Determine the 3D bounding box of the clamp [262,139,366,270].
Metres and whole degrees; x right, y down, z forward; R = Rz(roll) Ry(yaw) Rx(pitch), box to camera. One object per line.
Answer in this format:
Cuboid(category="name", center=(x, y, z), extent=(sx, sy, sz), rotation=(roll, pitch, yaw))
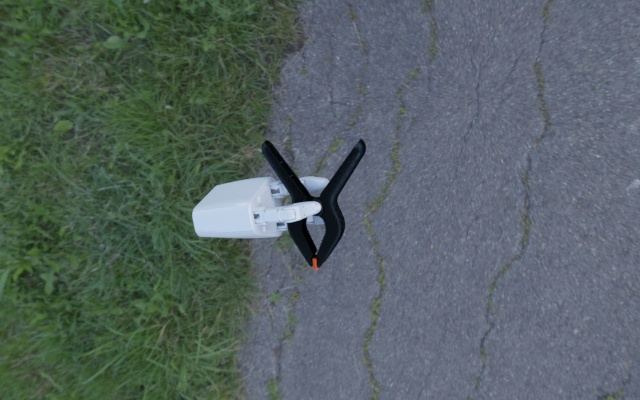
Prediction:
Cuboid(category="clamp", center=(0.000, 0.003, 0.734), extent=(0.164, 0.210, 0.036), rotation=(-5, 10, 21))
